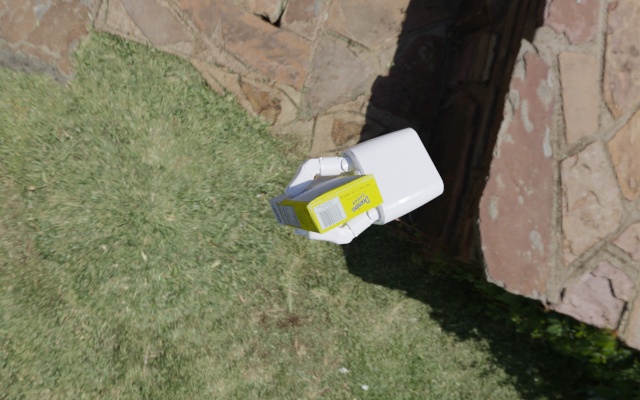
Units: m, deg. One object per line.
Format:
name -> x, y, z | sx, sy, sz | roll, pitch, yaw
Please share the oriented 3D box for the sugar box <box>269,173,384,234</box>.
sugar box -> 0.000, 0.003, 0.636 | 0.093, 0.048, 0.176 | -25, 7, -18
